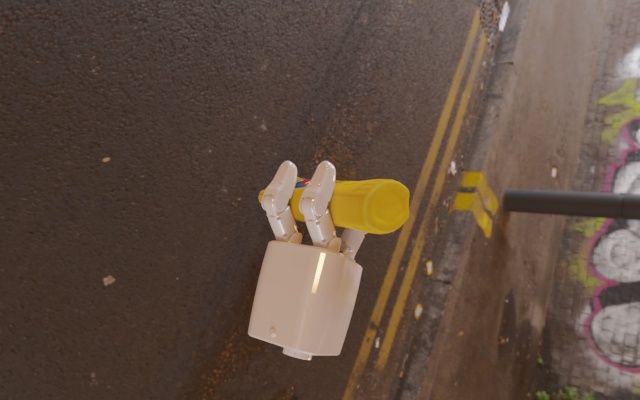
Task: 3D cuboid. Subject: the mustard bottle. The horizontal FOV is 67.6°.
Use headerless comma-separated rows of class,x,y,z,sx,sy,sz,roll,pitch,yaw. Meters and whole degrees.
mustard bottle,0.000,0.002,0.561,0.191,0.058,0.096,4,8,38
